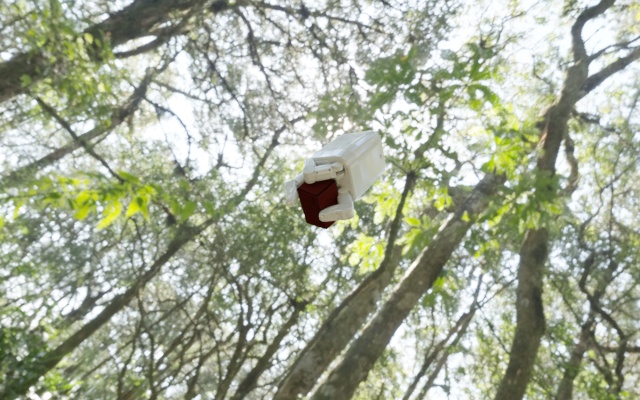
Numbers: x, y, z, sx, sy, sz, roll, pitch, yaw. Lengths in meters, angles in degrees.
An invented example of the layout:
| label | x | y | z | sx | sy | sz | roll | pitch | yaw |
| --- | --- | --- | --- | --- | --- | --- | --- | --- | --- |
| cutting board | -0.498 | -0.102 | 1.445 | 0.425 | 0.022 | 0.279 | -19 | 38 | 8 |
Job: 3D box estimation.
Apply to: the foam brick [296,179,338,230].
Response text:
| label | x | y | z | sx | sy | sz | roll | pitch | yaw |
| --- | --- | --- | --- | --- | --- | --- | --- | --- | --- |
| foam brick | 0.000 | 0.003 | 0.852 | 0.053 | 0.078 | 0.051 | 19 | 47 | 38 |
